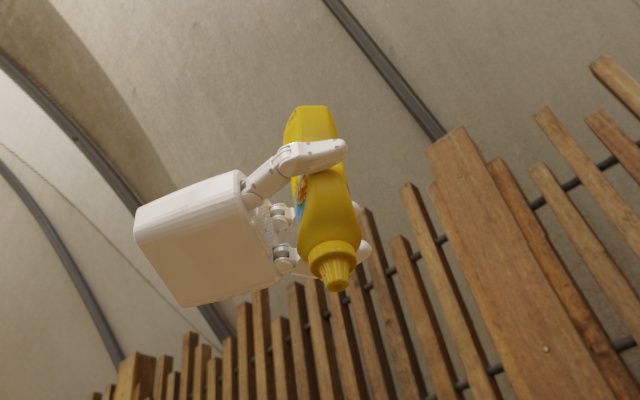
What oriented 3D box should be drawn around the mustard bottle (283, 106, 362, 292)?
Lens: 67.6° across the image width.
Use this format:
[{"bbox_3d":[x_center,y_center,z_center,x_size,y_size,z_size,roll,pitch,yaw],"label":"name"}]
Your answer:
[{"bbox_3d":[0.000,0.001,0.452,0.058,0.191,0.096,-1,-44,-10],"label":"mustard bottle"}]
